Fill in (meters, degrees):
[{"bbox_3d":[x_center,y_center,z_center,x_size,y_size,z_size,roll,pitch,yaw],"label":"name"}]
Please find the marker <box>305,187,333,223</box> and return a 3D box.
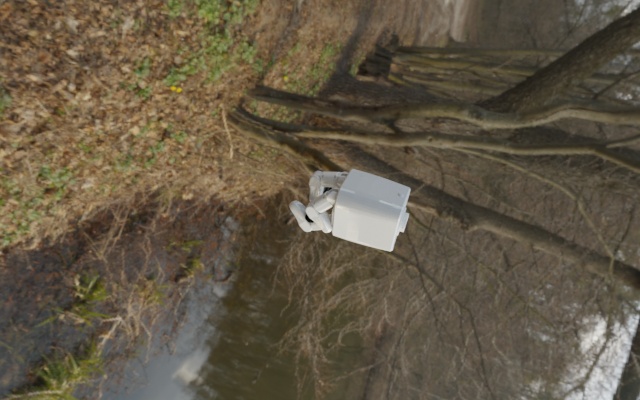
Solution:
[{"bbox_3d":[0.000,0.003,0.864,0.020,0.020,0.121,0,31,23],"label":"marker"}]
